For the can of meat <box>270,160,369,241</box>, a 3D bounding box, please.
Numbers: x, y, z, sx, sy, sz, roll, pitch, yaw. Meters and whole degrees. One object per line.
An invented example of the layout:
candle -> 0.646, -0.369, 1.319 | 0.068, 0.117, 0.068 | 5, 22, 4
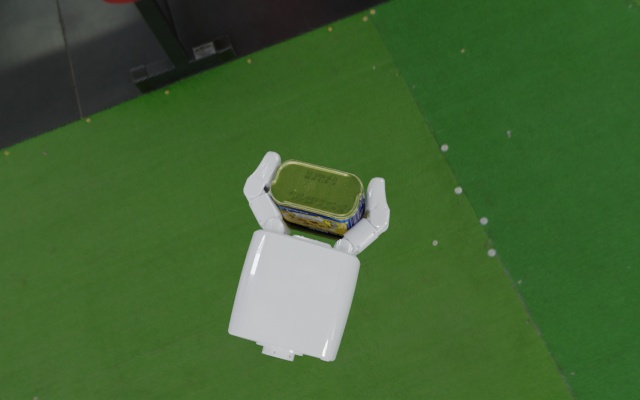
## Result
can of meat -> 0.000, 0.002, 0.529 | 0.102, 0.057, 0.084 | 14, -18, 12
